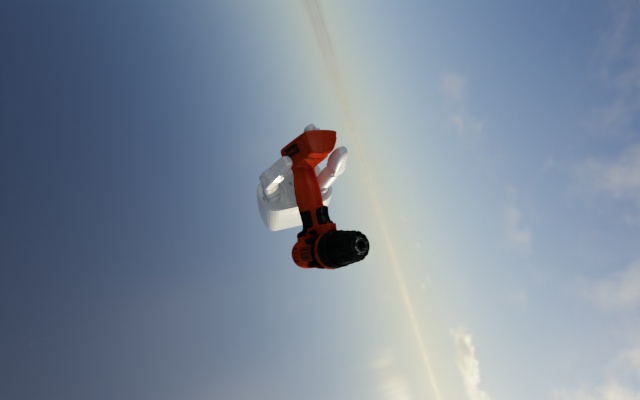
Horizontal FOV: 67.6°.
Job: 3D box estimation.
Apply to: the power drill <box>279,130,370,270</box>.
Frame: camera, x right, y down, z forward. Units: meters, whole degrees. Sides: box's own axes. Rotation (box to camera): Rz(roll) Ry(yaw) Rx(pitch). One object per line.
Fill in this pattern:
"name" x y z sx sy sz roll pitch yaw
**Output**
"power drill" 0.000 0.002 0.660 0.057 0.187 0.184 -4 -8 -28
